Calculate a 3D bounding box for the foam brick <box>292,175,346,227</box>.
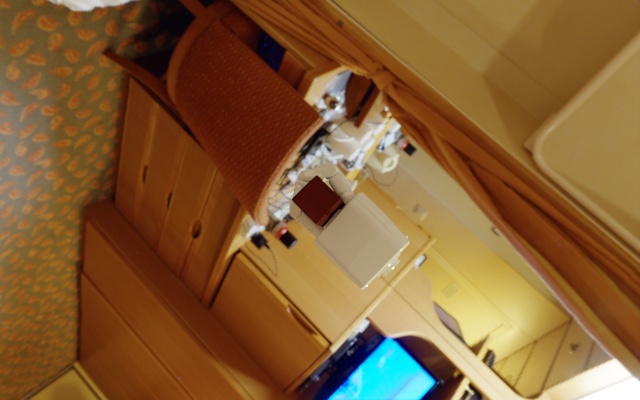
[{"bbox_3d":[0.000,0.002,0.717,0.051,0.053,0.078,46,3,12],"label":"foam brick"}]
